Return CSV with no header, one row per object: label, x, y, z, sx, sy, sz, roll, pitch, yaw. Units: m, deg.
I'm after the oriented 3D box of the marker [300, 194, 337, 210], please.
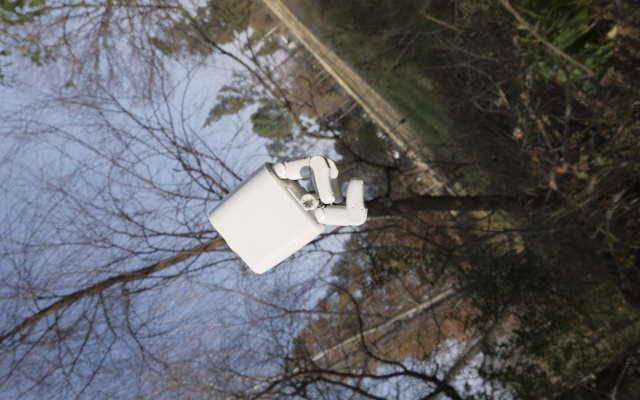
marker,0.000,0.002,0.614,0.020,0.020,0.121,0,0,14
